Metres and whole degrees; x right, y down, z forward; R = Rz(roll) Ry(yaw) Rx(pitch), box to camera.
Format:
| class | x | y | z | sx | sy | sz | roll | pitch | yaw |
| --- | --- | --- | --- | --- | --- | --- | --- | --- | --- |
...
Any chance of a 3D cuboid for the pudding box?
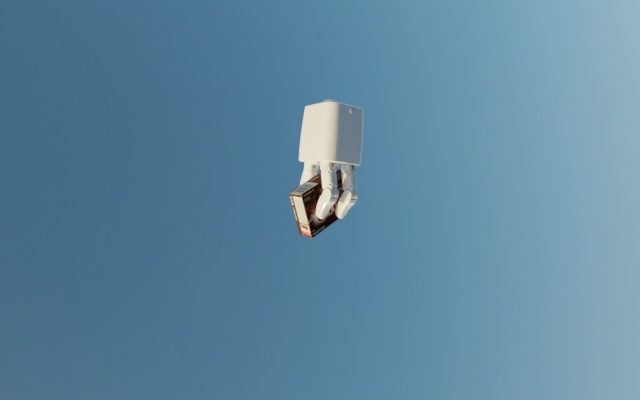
| class | x | y | z | sx | sy | sz | roll | pitch | yaw |
| --- | --- | --- | --- | --- | --- | --- | --- | --- | --- |
| pudding box | 0.000 | 0.003 | 0.881 | 0.039 | 0.090 | 0.113 | 12 | 35 | 44 |
